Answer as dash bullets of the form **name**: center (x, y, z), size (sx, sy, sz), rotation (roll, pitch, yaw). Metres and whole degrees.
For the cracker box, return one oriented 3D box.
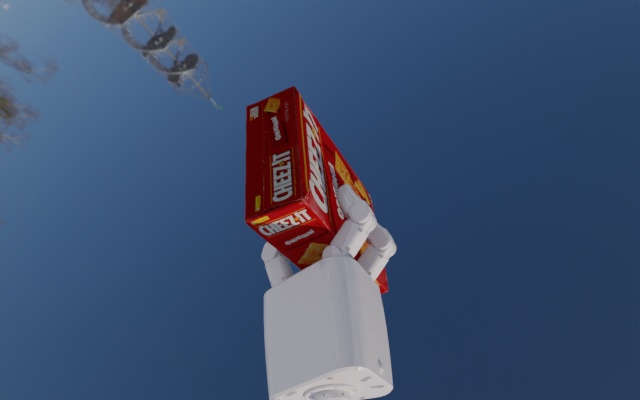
- **cracker box**: center (0.000, 0.002, 0.550), size (0.072, 0.164, 0.214), rotation (-21, -41, 17)
